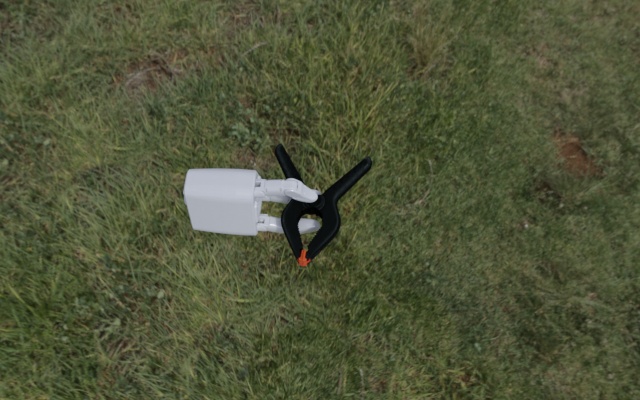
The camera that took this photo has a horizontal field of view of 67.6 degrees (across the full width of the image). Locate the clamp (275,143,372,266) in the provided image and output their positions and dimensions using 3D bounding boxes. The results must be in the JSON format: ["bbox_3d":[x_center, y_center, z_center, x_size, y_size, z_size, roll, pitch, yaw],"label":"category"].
[{"bbox_3d":[0.000,0.003,0.767,0.164,0.210,0.036,2,-26,2],"label":"clamp"}]
